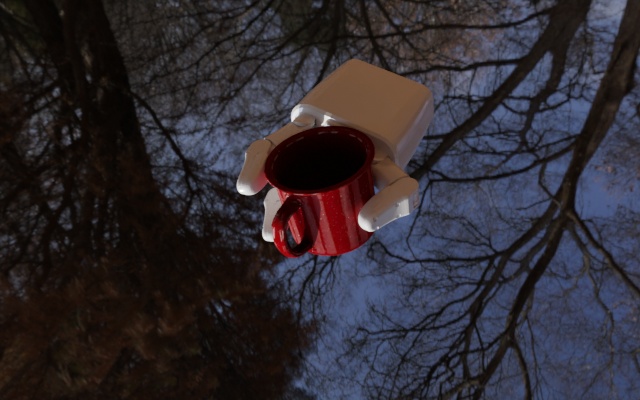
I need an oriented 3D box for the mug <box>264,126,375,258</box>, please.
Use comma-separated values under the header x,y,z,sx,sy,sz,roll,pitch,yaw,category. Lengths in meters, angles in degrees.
x,y,z,sx,sy,sz,roll,pitch,yaw,category
-0.001,0.002,0.411,0.093,0.082,0.117,14,48,30,mug
